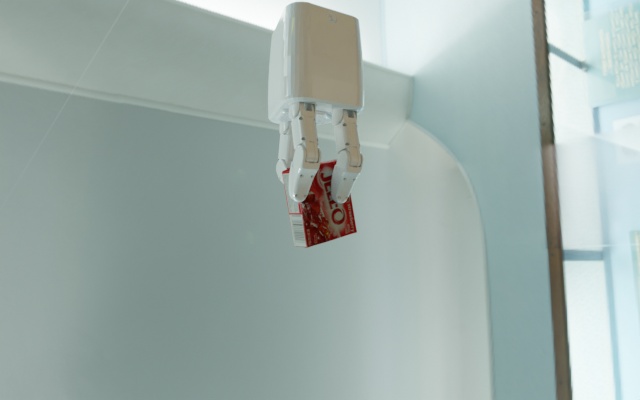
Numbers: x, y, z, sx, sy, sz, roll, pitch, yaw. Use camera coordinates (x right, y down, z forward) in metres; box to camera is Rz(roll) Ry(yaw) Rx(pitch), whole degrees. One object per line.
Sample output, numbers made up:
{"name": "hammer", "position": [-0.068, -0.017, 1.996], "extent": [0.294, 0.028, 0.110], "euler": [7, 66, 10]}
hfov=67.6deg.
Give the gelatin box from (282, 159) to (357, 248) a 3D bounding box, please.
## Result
{"name": "gelatin box", "position": [0.000, 0.002, 0.541], "extent": [0.073, 0.089, 0.030], "euler": [-14, 8, -36]}
